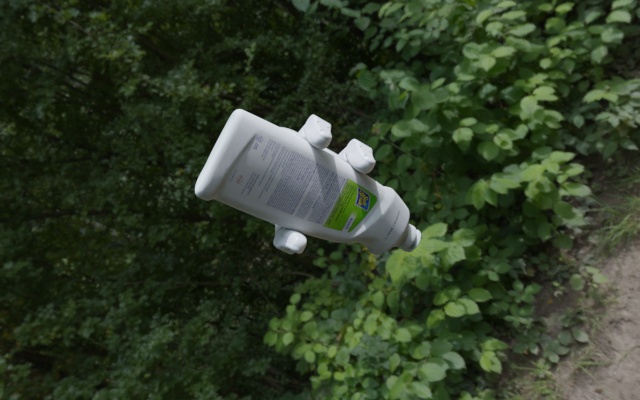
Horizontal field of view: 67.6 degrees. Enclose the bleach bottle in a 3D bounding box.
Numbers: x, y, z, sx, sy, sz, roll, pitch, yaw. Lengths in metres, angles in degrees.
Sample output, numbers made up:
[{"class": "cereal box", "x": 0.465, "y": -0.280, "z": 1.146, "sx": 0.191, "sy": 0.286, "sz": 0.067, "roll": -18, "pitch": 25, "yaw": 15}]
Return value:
[{"class": "bleach bottle", "x": 0.000, "y": 0.002, "z": 0.523, "sx": 0.251, "sy": 0.102, "sz": 0.068, "roll": 27, "pitch": 6, "yaw": -19}]
